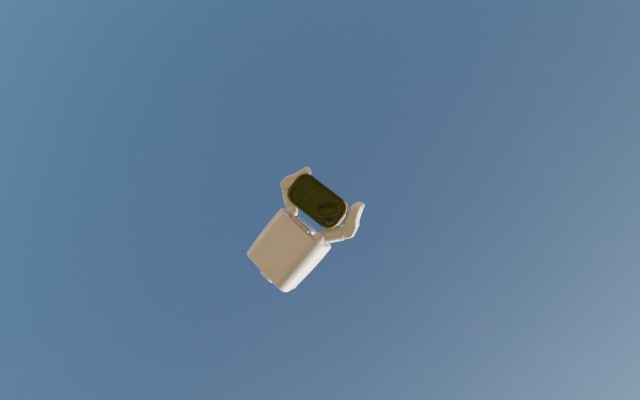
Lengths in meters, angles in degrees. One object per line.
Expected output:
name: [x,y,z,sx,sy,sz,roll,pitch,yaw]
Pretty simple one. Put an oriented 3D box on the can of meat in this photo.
can of meat: [0.000,0.003,0.830,0.102,0.057,0.084,38,3,9]
